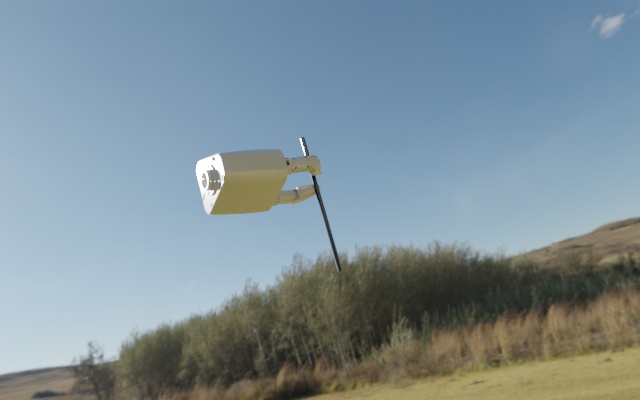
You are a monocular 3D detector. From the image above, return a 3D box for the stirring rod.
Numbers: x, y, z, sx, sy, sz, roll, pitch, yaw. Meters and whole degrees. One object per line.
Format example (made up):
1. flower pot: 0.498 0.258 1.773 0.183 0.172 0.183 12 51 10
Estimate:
1. stirring rod: 0.000 0.003 0.807 0.011 0.239 0.011 -15 -14 -4
